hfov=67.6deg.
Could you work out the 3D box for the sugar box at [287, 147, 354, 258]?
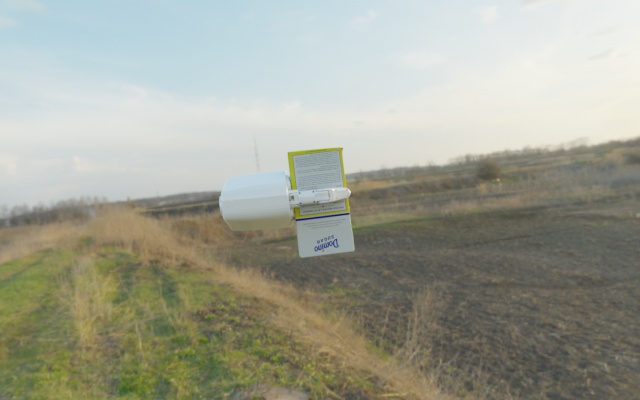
[{"bbox_3d":[0.000,0.003,0.800,0.093,0.176,0.048,-6,2,-3],"label":"sugar box"}]
